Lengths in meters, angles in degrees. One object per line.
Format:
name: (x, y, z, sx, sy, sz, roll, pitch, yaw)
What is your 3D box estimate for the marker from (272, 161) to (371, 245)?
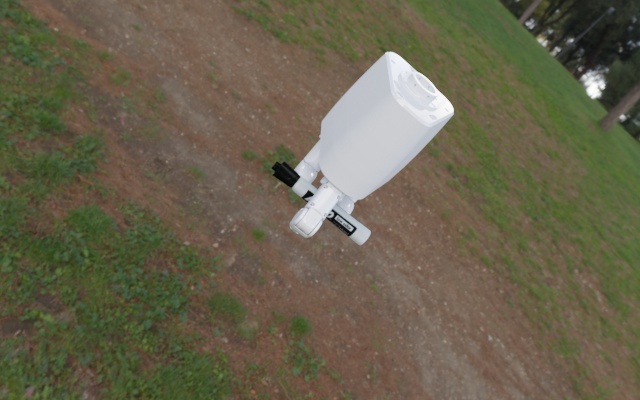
marker: (0.000, 0.002, 0.486, 0.121, 0.020, 0.020, 39, -7, -8)
